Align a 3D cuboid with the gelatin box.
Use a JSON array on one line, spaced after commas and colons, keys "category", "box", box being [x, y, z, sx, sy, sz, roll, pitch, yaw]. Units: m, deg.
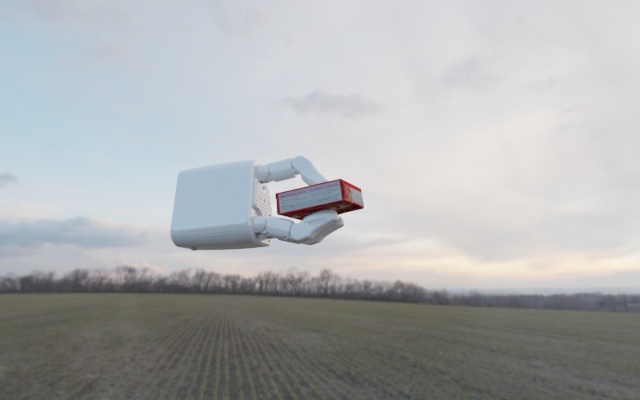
[{"category": "gelatin box", "box": [0.000, 0.001, 0.587, 0.089, 0.030, 0.073, -13, -13, 21]}]
